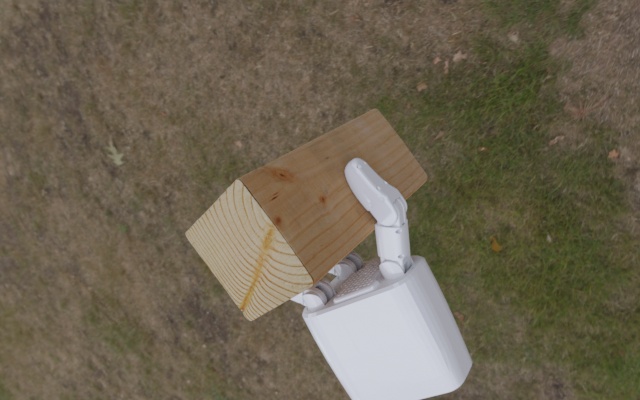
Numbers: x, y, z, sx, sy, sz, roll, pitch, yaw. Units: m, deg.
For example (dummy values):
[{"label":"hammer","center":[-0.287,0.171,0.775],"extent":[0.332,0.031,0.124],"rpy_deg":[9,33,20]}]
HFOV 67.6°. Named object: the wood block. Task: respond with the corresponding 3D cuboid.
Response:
[{"label":"wood block","center":[0.000,0.002,0.423],"extent":[0.091,0.090,0.206],"rpy_deg":[-37,-1,41]}]
